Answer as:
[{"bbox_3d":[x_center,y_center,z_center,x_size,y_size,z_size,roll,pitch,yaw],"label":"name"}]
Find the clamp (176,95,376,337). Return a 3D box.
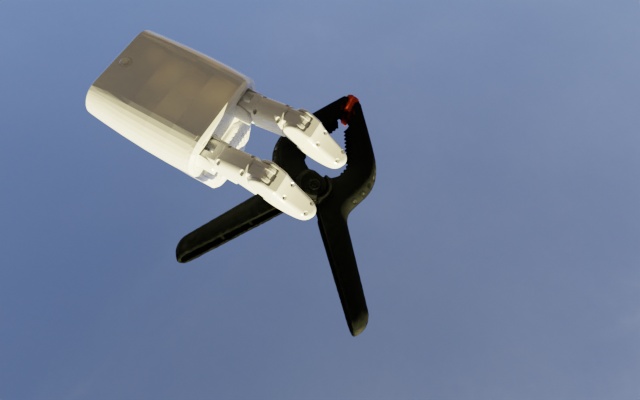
[{"bbox_3d":[0.000,0.001,0.417,0.164,0.210,0.036,29,-22,3],"label":"clamp"}]
